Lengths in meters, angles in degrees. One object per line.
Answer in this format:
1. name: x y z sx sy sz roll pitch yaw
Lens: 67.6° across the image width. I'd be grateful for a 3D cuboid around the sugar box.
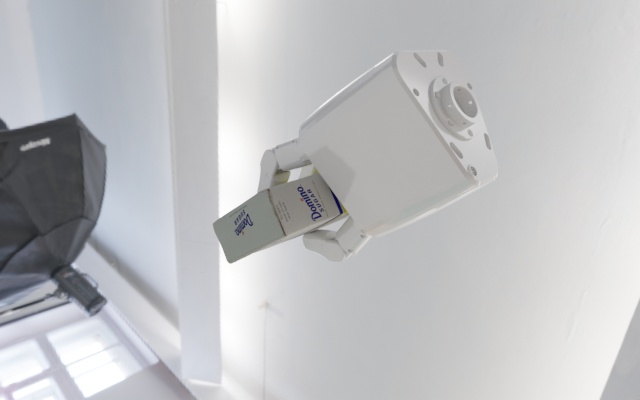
1. sugar box: 0.000 0.001 0.437 0.176 0.048 0.093 -16 -8 -43
